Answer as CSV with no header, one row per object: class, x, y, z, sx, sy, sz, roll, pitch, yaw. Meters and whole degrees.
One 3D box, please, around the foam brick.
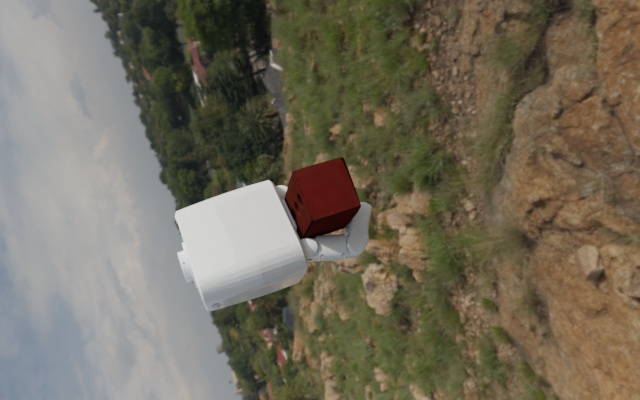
foam brick,0.000,0.001,0.469,0.051,0.053,0.078,-16,-17,-15
